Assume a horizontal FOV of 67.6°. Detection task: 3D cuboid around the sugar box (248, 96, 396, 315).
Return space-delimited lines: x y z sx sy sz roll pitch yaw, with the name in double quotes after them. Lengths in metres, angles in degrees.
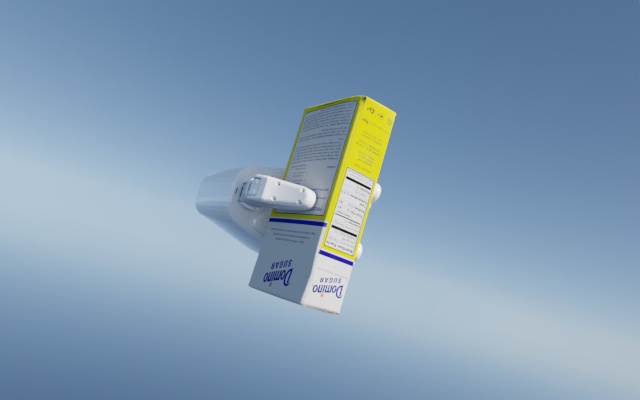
0.000 0.001 0.415 0.048 0.176 0.093 21 -10 -33 "sugar box"
